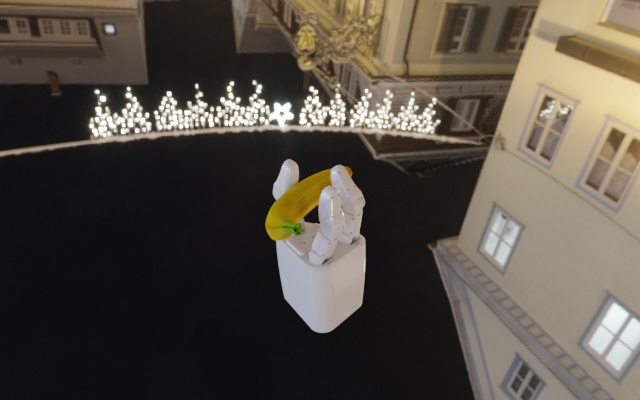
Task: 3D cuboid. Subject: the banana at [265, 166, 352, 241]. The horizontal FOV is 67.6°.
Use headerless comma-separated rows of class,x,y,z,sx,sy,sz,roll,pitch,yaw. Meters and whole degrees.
banana,-0.018,0.004,0.583,0.069,0.037,0.197,-2,23,22
